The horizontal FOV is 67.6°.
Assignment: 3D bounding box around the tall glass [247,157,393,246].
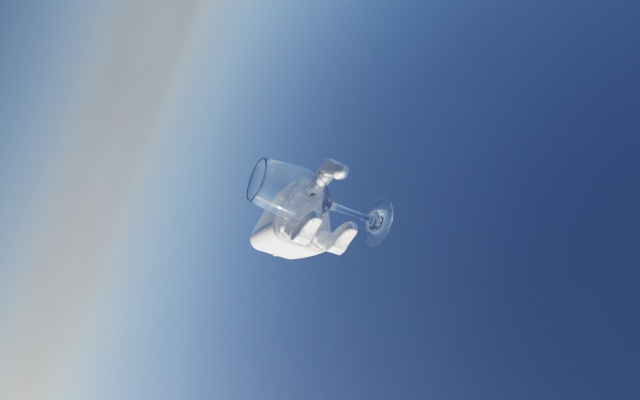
[{"bbox_3d":[0.001,0.002,0.674,0.201,0.079,0.079,20,-9,-24],"label":"tall glass"}]
